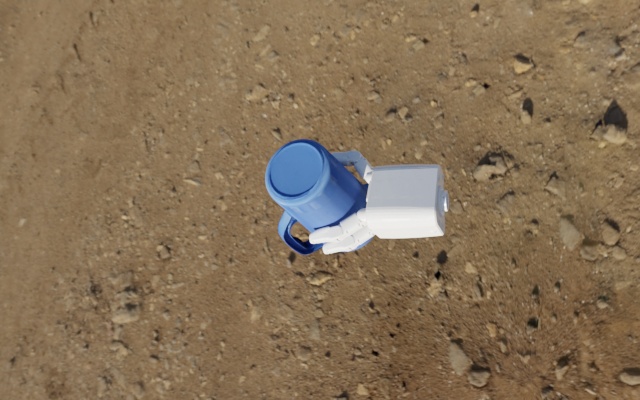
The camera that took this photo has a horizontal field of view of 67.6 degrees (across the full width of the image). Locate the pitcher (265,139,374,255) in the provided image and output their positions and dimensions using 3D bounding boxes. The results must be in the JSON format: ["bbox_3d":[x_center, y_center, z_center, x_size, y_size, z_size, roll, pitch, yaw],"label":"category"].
[{"bbox_3d":[0.000,0.003,0.800,0.145,0.149,0.243,0,-19,23],"label":"pitcher"}]
